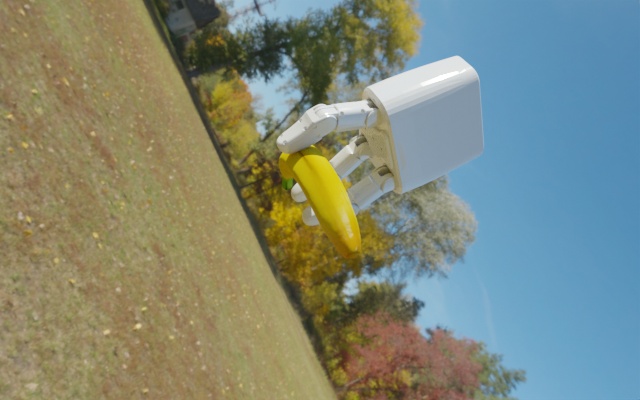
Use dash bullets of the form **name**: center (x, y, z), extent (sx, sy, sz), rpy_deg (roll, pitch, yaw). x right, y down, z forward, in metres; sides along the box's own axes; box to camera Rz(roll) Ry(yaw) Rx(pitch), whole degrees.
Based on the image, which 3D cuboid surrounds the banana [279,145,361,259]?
- **banana**: center (-0.006, -0.016, 0.459), extent (0.037, 0.070, 0.197), rpy_deg (-22, 26, -10)
